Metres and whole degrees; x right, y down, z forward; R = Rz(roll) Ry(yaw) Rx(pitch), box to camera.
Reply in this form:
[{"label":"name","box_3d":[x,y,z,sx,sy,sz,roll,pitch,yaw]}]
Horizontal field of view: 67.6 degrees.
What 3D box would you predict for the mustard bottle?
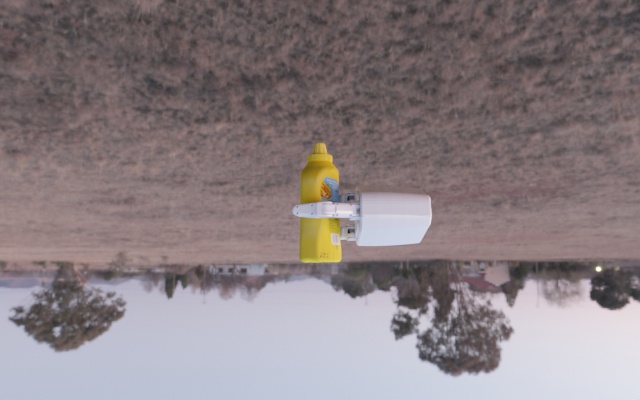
[{"label":"mustard bottle","box_3d":[0.000,0.003,0.764,0.058,0.191,0.096,-4,-8,24]}]
